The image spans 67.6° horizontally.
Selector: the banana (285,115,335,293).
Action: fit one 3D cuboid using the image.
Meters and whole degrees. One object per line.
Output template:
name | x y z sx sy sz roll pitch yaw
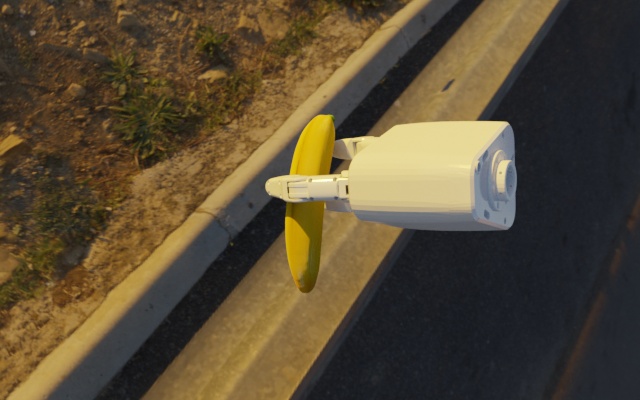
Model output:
banana | -0.007 -0.006 0.484 0.037 0.197 0.070 4 -13 27
